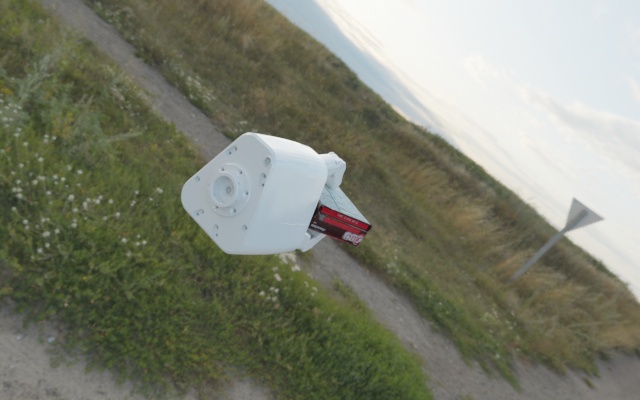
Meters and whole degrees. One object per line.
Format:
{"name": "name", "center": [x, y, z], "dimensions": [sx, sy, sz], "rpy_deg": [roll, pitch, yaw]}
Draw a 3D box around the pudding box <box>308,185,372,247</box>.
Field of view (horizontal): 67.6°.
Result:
{"name": "pudding box", "center": [0.000, 0.002, 0.590], "dimensions": [0.090, 0.039, 0.113], "rpy_deg": [25, 20, -39]}
